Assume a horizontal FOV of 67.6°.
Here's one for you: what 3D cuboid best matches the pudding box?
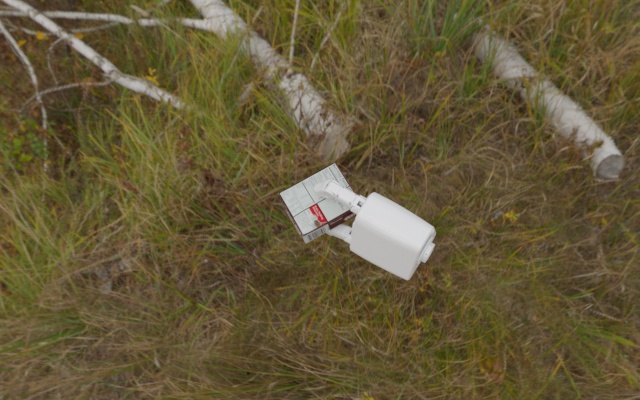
[{"bbox_3d":[0.000,0.003,0.780,0.113,0.090,0.039,-28,-23,-7],"label":"pudding box"}]
